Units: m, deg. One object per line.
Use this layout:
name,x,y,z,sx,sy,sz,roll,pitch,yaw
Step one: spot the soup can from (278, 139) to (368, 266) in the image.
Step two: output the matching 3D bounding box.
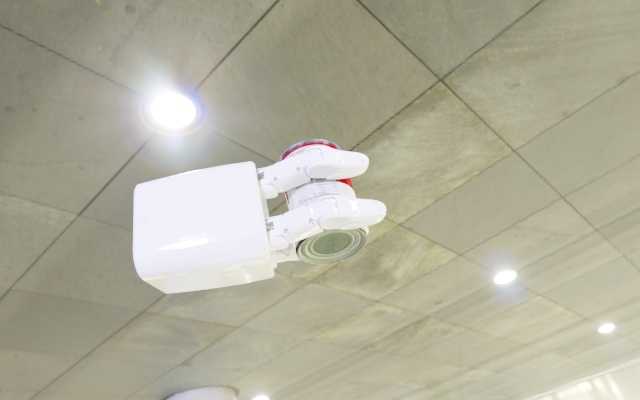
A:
soup can,0.001,0.002,0.454,0.068,0.102,0.069,-10,-35,-7
